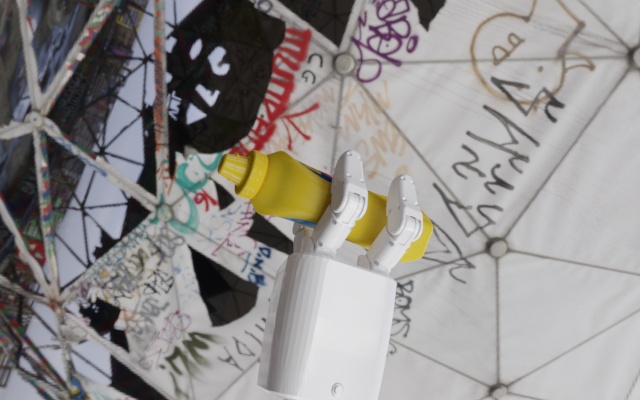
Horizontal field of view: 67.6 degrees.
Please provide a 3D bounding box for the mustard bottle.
[{"bbox_3d":[0.000,0.001,0.429,0.192,0.058,0.096,21,2,-24],"label":"mustard bottle"}]
